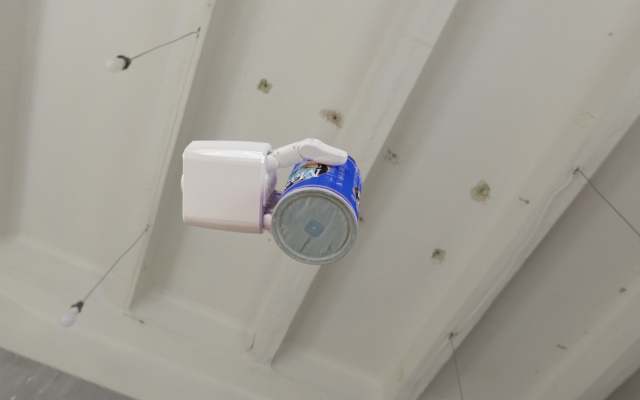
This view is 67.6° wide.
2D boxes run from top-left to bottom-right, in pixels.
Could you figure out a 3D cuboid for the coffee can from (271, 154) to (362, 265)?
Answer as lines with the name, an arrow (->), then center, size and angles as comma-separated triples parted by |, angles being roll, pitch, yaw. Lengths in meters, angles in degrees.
coffee can -> 0.000, 0.002, 0.619 | 0.103, 0.103, 0.140 | 0, 27, 7
